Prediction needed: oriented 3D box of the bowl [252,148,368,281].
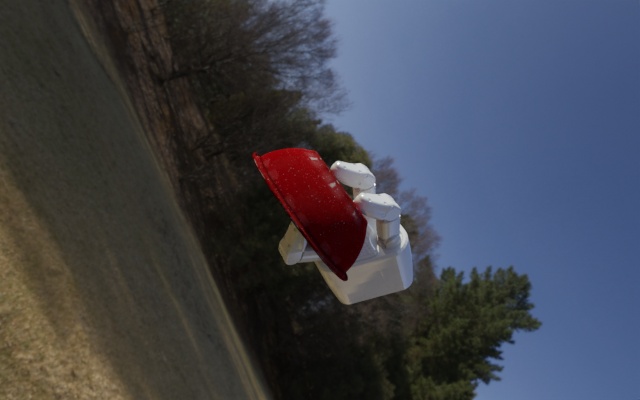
[{"bbox_3d":[0.000,0.001,0.490,0.055,0.162,0.162,-36,-2,3],"label":"bowl"}]
